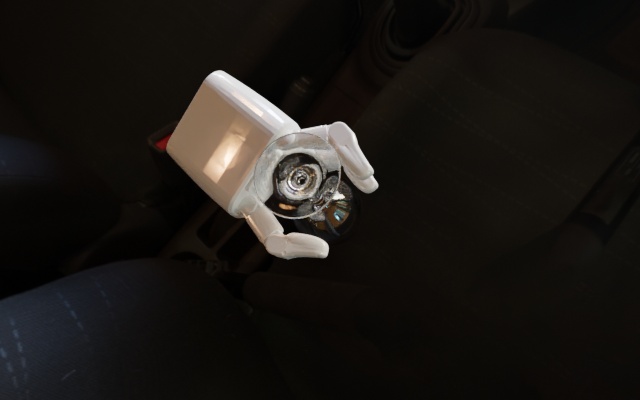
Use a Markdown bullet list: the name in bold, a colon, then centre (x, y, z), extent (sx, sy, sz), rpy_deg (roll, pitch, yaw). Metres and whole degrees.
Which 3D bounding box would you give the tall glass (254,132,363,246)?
- **tall glass**: centre (0.000, 0.002, 0.486), extent (0.079, 0.079, 0.201), rpy_deg (0, -14, 12)
